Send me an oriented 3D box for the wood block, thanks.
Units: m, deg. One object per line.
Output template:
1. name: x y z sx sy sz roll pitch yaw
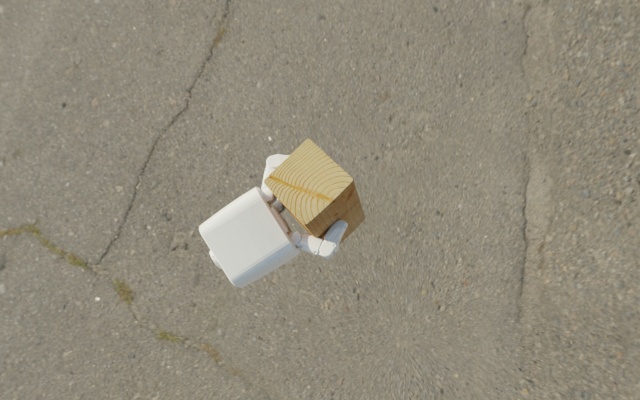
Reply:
1. wood block: 0.000 0.003 0.729 0.091 0.090 0.206 45 -4 18
